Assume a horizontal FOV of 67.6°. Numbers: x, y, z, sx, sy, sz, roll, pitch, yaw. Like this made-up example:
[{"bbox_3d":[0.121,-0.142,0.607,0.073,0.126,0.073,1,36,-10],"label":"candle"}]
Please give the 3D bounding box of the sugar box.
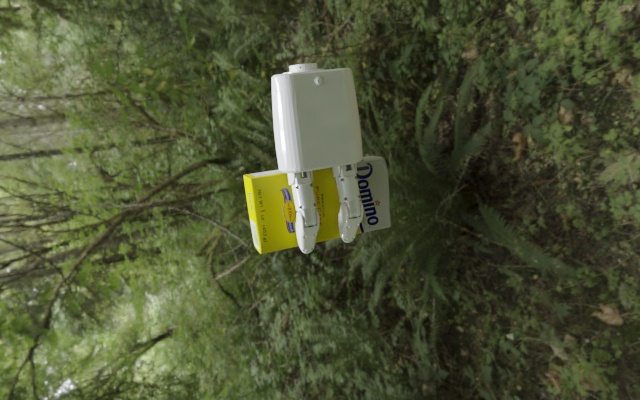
[{"bbox_3d":[0.000,0.002,0.591,0.176,0.093,0.048,-10,14,-18],"label":"sugar box"}]
